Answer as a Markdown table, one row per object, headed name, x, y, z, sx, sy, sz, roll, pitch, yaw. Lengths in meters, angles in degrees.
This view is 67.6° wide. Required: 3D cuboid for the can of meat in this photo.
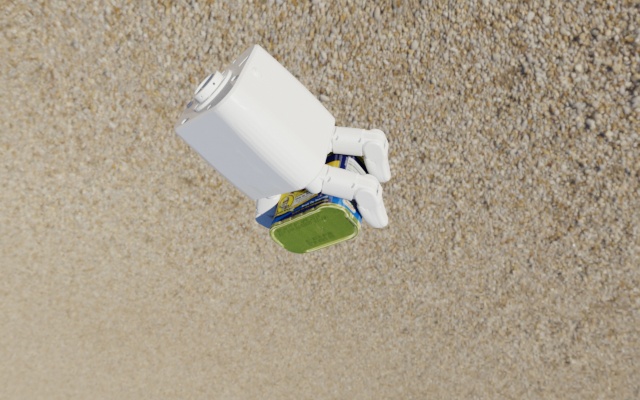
| name | x | y | z | sx | sy | sz | roll | pitch | yaw |
| --- | --- | --- | --- | --- | --- | --- | --- | --- | --- |
| can of meat | 0.000 | 0.002 | 0.497 | 0.102 | 0.084 | 0.057 | -23 | -53 | 35 |
